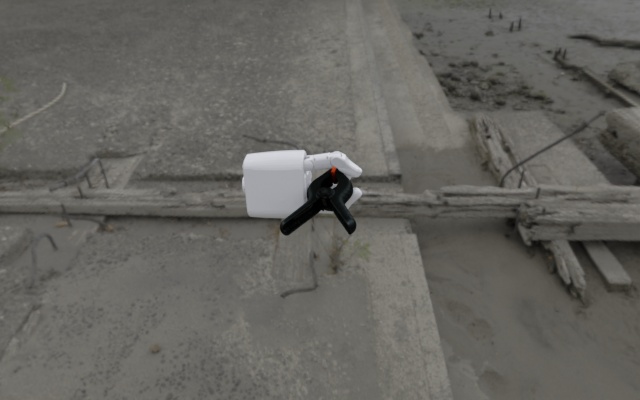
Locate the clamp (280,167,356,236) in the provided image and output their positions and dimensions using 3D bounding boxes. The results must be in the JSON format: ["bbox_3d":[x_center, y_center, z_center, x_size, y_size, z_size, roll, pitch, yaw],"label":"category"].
[{"bbox_3d":[0.000,0.002,0.784,0.120,0.039,0.171,-2,33,7],"label":"clamp"}]
